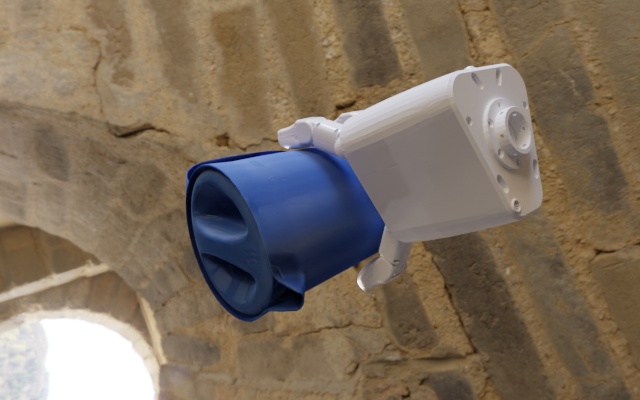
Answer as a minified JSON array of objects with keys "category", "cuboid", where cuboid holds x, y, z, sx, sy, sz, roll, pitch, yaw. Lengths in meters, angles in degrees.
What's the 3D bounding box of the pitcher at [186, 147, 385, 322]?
[{"category":"pitcher","cuboid":[0.000,0.002,0.463,0.243,0.149,0.145,-18,-1,-37]}]
